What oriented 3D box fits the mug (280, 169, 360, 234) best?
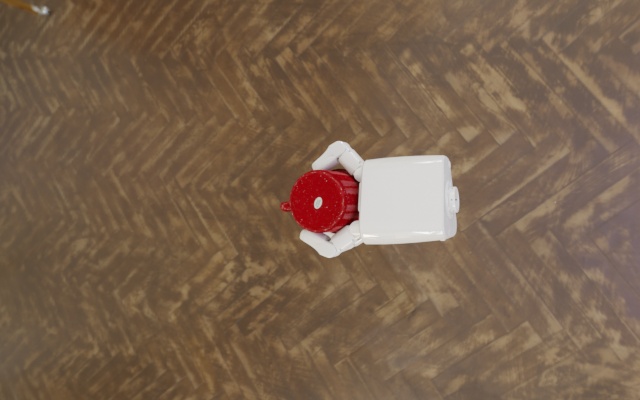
[{"bbox_3d":[-0.001,0.002,0.646,0.117,0.093,0.081,-4,-2,25],"label":"mug"}]
